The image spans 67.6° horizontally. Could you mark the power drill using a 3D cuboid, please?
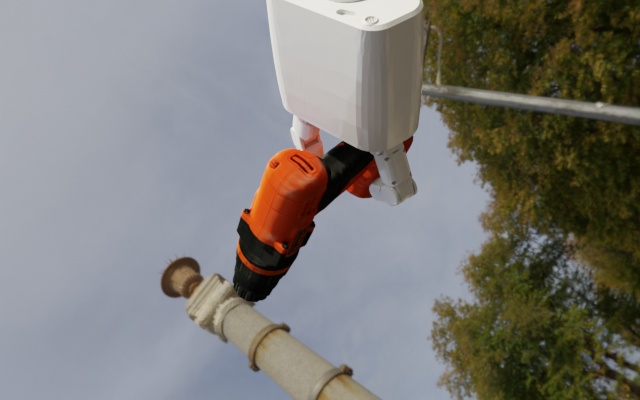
[{"bbox_3d":[0.000,0.001,0.446,0.187,0.057,0.184,-39,-15,-41],"label":"power drill"}]
